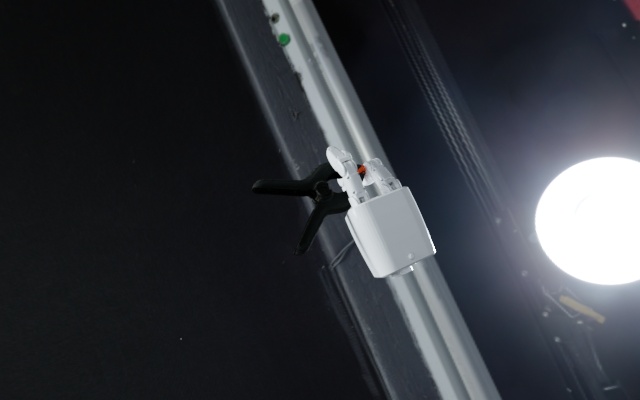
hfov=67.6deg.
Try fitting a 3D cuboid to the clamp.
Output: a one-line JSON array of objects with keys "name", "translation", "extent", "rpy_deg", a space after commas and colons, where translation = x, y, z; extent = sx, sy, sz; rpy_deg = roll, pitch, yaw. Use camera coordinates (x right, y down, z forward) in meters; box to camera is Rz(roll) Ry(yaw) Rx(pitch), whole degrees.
[{"name": "clamp", "translation": [0.000, 0.002, 0.687], "extent": [0.171, 0.120, 0.039], "rpy_deg": [-21, -8, -21]}]
